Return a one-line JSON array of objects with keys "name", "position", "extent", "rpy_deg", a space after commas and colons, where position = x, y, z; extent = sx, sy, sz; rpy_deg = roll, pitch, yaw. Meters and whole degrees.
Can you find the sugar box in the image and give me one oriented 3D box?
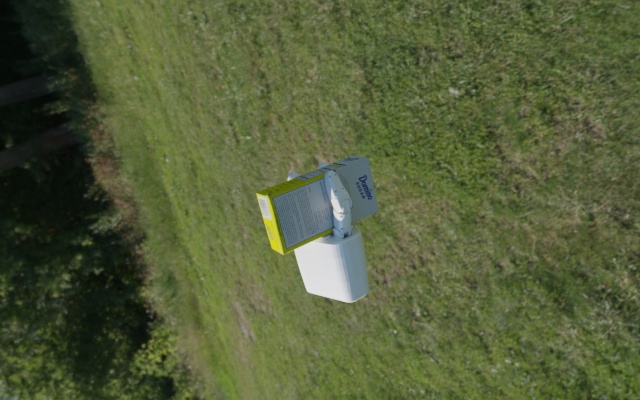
[{"name": "sugar box", "position": [0.000, 0.002, 0.717], "extent": [0.176, 0.093, 0.048], "rpy_deg": [-23, 20, -28]}]
